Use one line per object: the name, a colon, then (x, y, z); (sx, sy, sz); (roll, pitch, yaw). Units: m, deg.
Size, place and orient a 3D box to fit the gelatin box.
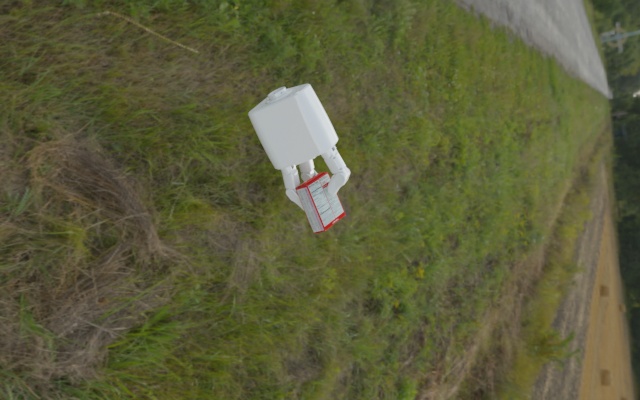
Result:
gelatin box: (0.001, 0.003, 0.836); (0.030, 0.089, 0.073); (-16, 12, 37)
